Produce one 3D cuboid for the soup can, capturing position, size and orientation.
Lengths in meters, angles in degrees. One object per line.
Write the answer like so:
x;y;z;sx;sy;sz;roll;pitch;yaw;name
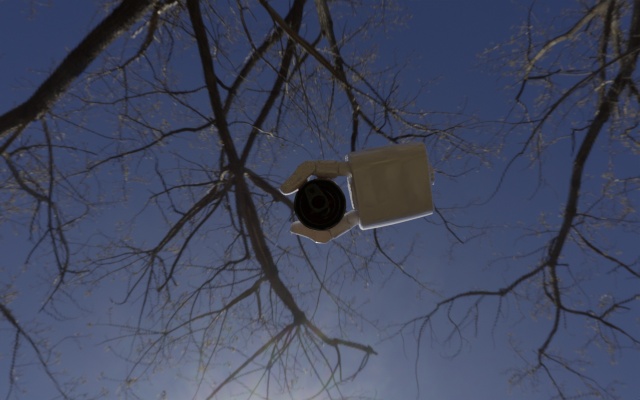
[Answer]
0.000;0.002;0.663;0.068;0.068;0.102;0;4;1;soup can
